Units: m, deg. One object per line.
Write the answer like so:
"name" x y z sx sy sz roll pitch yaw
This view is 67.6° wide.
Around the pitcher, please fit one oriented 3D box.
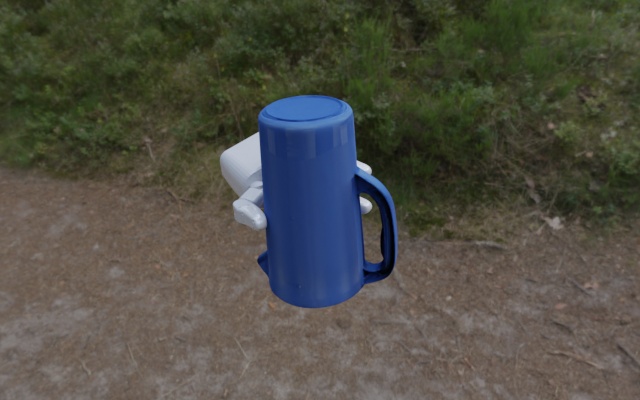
"pitcher" 0.000 0.002 0.590 0.149 0.243 0.145 -18 32 -24
